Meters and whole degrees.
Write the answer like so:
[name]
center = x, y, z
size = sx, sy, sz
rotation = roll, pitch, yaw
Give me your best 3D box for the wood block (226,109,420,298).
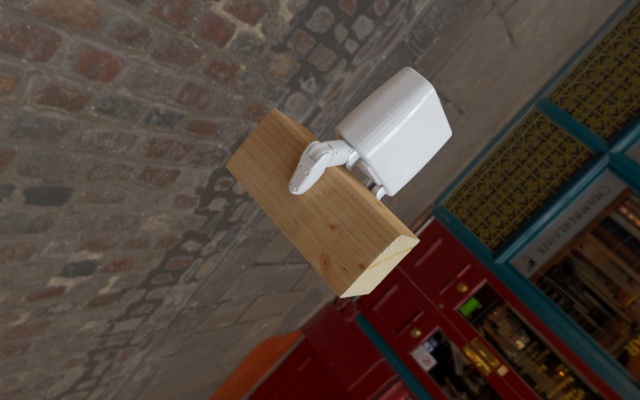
[wood block]
center = 0.000, 0.002, 0.543
size = 0.206, 0.090, 0.091
rotation = 46, 12, 23
